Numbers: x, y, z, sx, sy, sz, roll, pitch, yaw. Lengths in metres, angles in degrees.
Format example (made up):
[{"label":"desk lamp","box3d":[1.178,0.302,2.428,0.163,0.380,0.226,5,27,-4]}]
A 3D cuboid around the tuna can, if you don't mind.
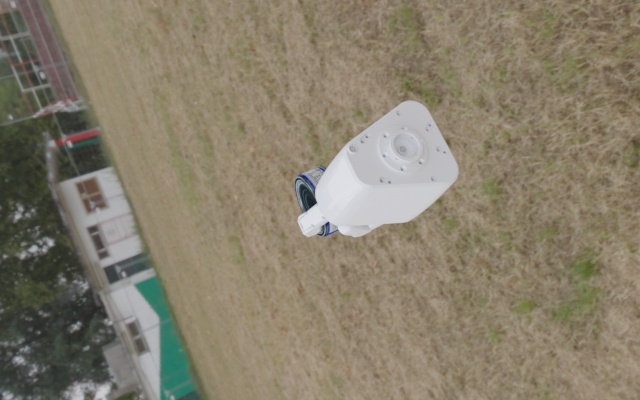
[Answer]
[{"label":"tuna can","box3d":[0.000,0.002,0.605,0.034,0.086,0.086,-24,7,-18]}]
